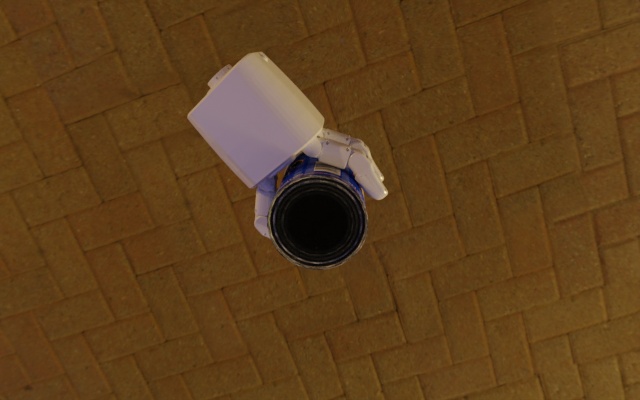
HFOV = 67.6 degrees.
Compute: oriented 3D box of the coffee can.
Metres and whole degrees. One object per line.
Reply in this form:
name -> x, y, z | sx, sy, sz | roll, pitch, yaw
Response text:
coffee can -> 0.000, 0.002, 0.544 | 0.103, 0.103, 0.140 | 0, 18, 3
